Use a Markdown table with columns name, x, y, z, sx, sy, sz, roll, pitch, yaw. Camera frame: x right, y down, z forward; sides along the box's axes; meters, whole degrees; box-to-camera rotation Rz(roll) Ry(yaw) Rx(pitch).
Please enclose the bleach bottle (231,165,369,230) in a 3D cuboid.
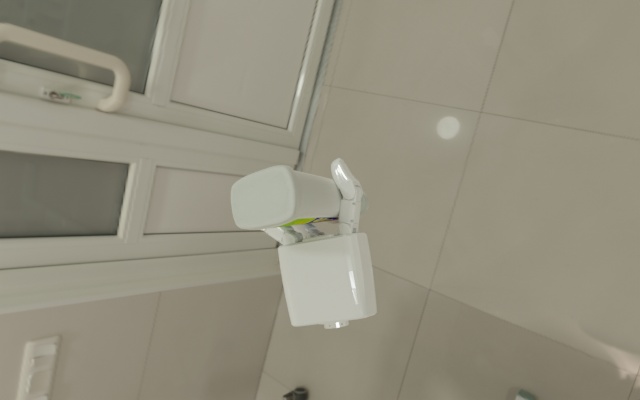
| name | x | y | z | sx | sy | sz | roll | pitch | yaw |
| --- | --- | --- | --- | --- | --- | --- | --- | --- | --- |
| bleach bottle | 0.000 | 0.002 | 0.651 | 0.102 | 0.068 | 0.251 | -14 | -10 | 34 |
